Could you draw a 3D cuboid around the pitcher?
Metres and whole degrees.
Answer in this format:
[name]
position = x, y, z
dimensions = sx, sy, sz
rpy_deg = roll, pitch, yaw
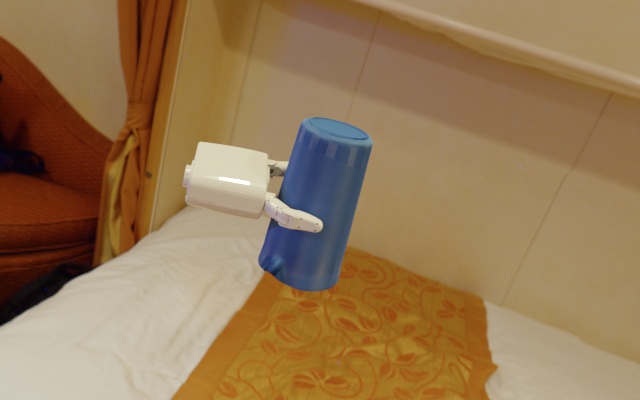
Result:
[pitcher]
position = 0.000, 0.002, 0.731
dimensions = 0.145, 0.243, 0.149
rpy_deg = 11, 22, -14
